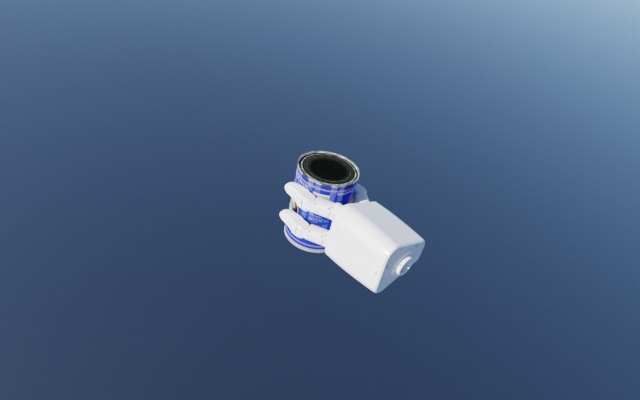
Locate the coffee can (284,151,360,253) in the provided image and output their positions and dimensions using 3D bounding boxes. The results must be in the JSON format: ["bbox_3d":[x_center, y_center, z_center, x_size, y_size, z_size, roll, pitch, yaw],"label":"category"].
[{"bbox_3d":[0.000,0.003,0.804,0.103,0.140,0.102,9,35,-7],"label":"coffee can"}]
